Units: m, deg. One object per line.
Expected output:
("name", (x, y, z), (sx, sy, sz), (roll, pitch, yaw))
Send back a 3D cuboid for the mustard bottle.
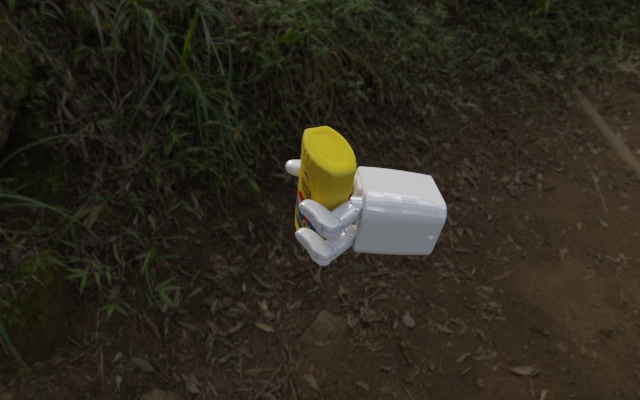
("mustard bottle", (0.000, 0.002, 0.644), (0.058, 0.192, 0.096), (-13, 49, -21))
